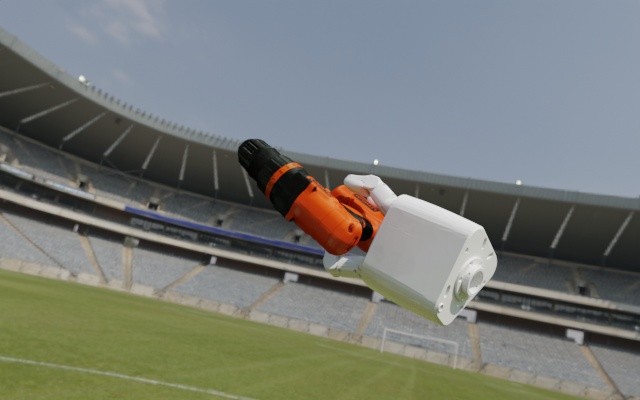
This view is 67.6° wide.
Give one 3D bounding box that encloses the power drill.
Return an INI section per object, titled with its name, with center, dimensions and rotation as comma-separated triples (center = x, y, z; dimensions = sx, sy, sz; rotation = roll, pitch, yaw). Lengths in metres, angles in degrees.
[power drill]
center = 0.001, 0.002, 0.586
dimensions = 0.184, 0.057, 0.188
rotation = 44, 12, 26
